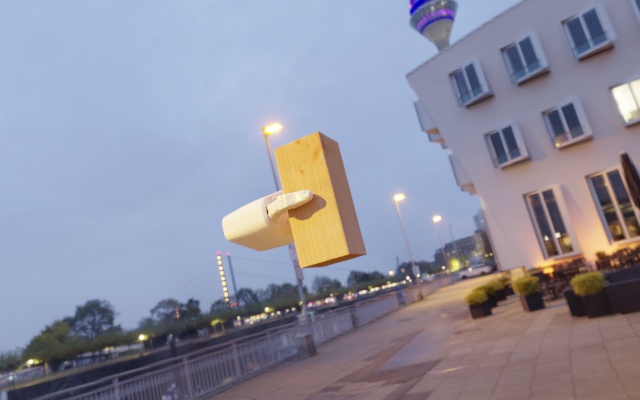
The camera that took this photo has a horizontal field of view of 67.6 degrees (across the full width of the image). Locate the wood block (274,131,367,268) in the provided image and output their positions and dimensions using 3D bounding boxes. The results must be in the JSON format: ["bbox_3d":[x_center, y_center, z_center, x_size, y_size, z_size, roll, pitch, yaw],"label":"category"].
[{"bbox_3d":[0.000,0.003,0.805,0.090,0.206,0.091,-19,-13,22],"label":"wood block"}]
